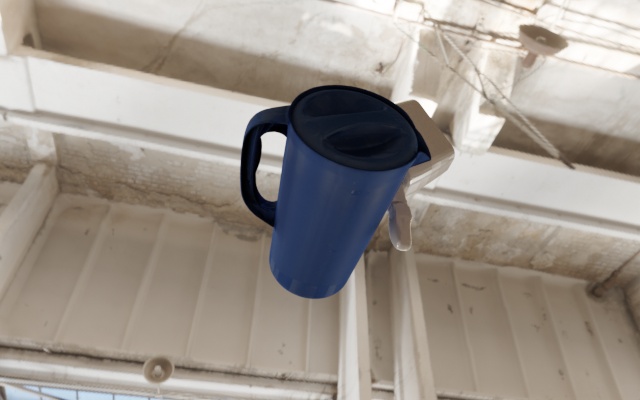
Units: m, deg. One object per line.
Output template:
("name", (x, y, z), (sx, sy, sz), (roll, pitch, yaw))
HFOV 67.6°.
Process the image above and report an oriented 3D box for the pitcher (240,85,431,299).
("pitcher", (0.000, 0.002, 0.539), (0.145, 0.243, 0.149), (-29, 60, -37))
